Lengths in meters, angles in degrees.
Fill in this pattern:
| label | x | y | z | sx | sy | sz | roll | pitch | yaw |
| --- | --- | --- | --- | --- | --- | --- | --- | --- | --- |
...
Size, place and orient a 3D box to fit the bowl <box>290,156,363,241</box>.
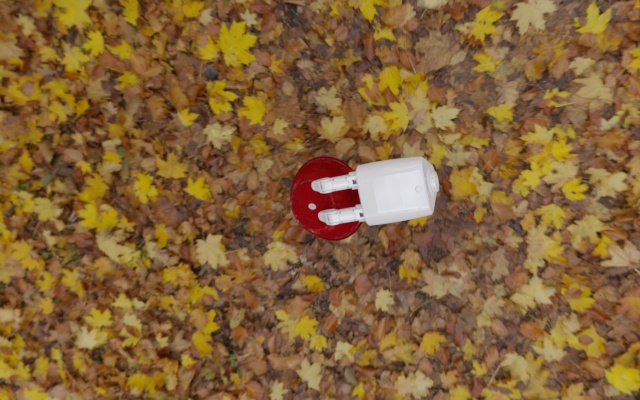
| label | x | y | z | sx | sy | sz | roll | pitch | yaw |
| --- | --- | --- | --- | --- | --- | --- | --- | --- | --- |
| bowl | -0.001 | 0.003 | 0.866 | 0.162 | 0.162 | 0.055 | 0 | 13 | 33 |
